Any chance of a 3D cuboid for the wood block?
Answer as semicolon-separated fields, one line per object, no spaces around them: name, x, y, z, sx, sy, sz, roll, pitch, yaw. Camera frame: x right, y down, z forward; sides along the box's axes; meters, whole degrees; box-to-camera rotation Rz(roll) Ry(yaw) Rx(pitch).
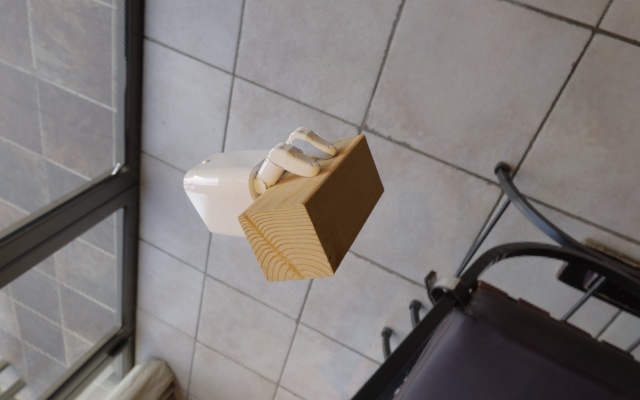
wood block;0.000;0.002;0.593;0.090;0.091;0.206;-10;22;29
